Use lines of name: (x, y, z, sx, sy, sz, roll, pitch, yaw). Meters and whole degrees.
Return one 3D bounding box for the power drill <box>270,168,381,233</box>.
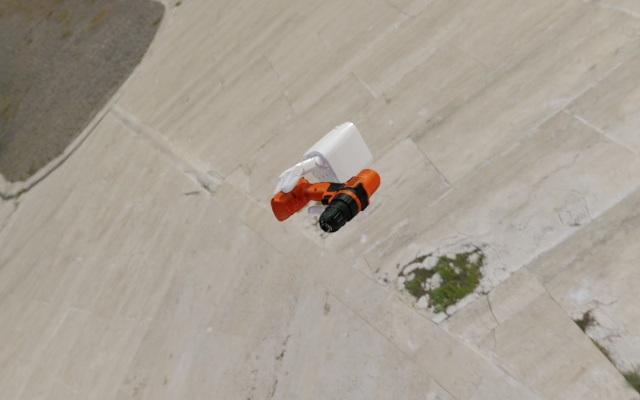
power drill: (0.000, 0.003, 0.892, 0.187, 0.057, 0.184, -1, 27, 37)
